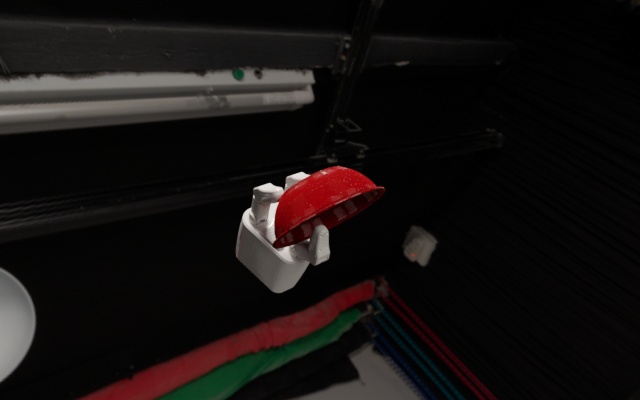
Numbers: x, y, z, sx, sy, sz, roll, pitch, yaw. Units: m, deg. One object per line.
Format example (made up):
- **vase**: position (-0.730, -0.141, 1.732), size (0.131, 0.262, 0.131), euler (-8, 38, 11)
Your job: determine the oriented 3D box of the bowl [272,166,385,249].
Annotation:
- **bowl**: position (0.001, 0.001, 0.618), size (0.162, 0.055, 0.162), euler (-26, -11, -5)
